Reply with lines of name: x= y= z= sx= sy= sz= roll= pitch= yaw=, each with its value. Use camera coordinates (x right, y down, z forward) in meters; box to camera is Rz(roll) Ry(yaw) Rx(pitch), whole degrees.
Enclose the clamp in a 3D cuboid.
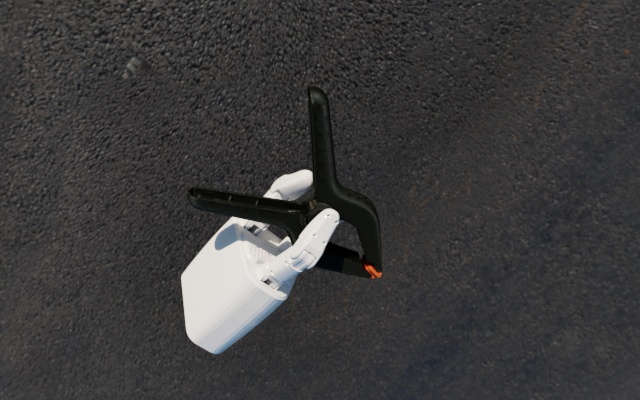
clamp: x=0.000 y=0.002 z=0.472 sx=0.210 sy=0.164 sz=0.036 roll=38 pitch=20 yaw=-23
